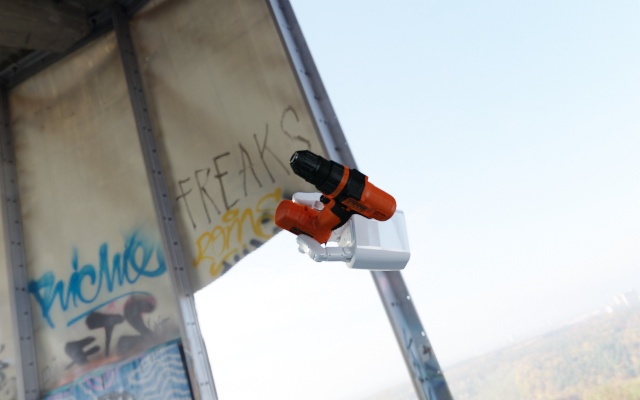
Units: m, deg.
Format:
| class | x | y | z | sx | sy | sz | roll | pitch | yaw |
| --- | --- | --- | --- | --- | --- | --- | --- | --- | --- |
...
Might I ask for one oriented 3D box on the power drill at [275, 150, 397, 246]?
| class | x | y | z | sx | sy | sz | roll | pitch | yaw |
| --- | --- | --- | --- | --- | --- | --- | --- | --- | --- |
| power drill | 0.000 | 0.003 | 0.766 | 0.184 | 0.057 | 0.188 | 29 | -33 | -20 |
